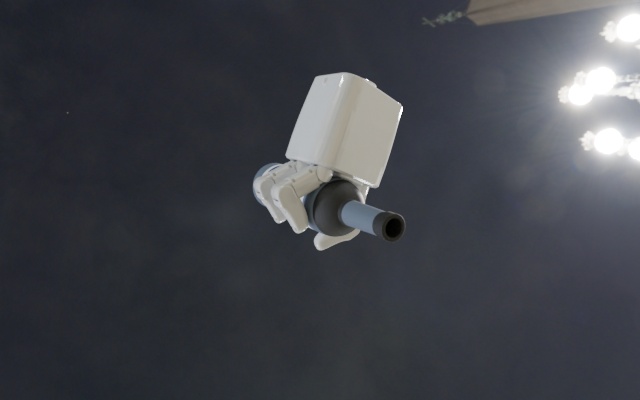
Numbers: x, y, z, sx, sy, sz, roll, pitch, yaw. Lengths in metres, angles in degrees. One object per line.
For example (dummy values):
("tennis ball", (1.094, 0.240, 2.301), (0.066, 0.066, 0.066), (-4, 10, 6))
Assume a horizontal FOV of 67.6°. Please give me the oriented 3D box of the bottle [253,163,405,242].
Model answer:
("bottle", (0.000, 0.002, 0.570), (0.069, 0.069, 0.295), (0, 9, -28))
